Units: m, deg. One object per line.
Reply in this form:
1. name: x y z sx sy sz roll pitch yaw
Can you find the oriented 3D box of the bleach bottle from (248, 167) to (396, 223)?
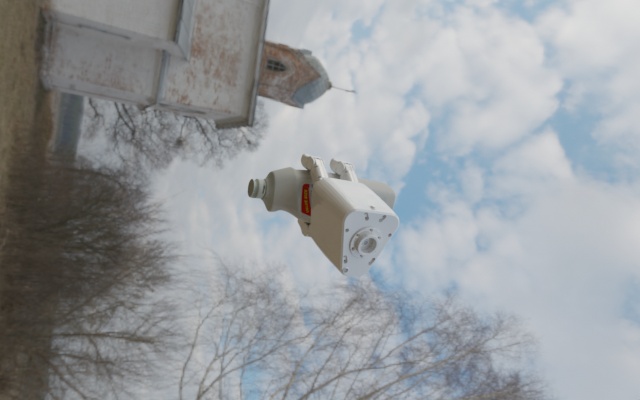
1. bleach bottle: 0.000 0.002 0.796 0.251 0.102 0.068 7 22 -28
